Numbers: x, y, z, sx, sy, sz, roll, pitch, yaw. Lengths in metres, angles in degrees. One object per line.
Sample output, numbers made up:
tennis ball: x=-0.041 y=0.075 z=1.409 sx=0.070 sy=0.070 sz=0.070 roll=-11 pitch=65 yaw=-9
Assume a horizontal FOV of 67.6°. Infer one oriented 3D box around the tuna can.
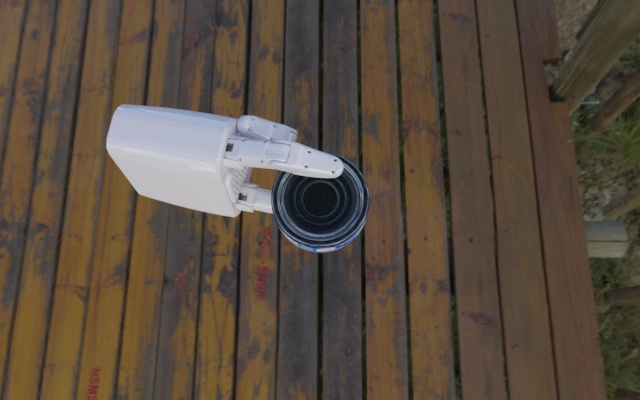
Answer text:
tuna can: x=0.000 y=0.001 z=0.417 sx=0.086 sy=0.086 sz=0.034 roll=0 pitch=-12 yaw=1
